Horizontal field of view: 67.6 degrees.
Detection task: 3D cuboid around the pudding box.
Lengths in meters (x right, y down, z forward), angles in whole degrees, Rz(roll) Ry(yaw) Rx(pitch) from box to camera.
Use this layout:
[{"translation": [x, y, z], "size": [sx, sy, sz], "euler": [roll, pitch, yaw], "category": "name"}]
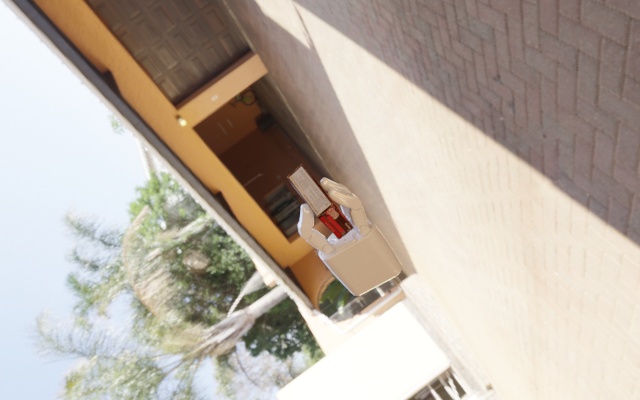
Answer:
[{"translation": [0.000, 0.003, 0.807], "size": [0.113, 0.039, 0.090], "euler": [50, 0, 39], "category": "pudding box"}]
